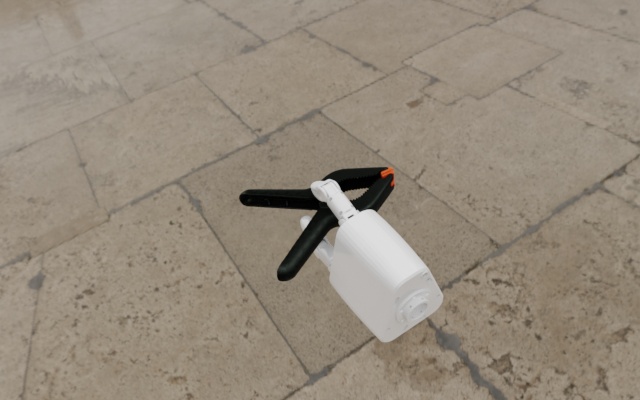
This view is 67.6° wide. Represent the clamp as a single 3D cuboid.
[{"bbox_3d":[0.001,0.001,0.638,0.210,0.036,0.164,-29,48,-16],"label":"clamp"}]
